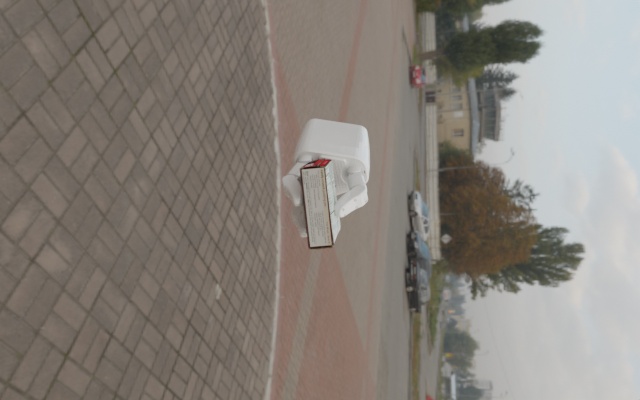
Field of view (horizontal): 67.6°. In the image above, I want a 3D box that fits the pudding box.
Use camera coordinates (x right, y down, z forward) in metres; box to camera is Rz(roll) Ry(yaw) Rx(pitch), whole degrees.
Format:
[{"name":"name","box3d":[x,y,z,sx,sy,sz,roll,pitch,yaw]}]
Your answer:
[{"name":"pudding box","box3d":[0.000,0.002,0.664,0.039,0.113,0.090,-6,9,9]}]
